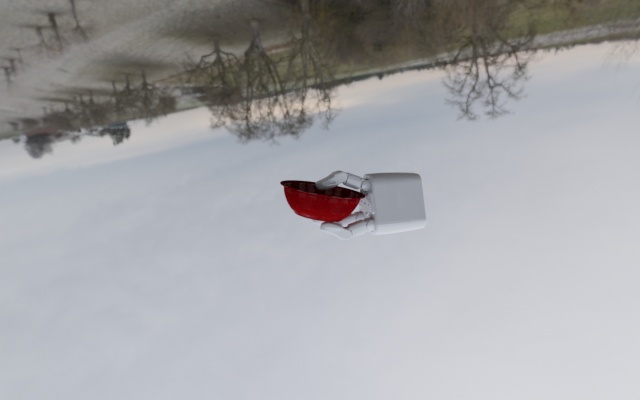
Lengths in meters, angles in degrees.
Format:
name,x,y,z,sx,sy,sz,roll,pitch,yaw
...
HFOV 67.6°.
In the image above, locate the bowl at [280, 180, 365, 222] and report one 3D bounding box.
name,x,y,z,sx,sy,sz,roll,pitch,yaw
bowl,-0.001,0.003,0.897,0.162,0.055,0.162,10,9,-2
